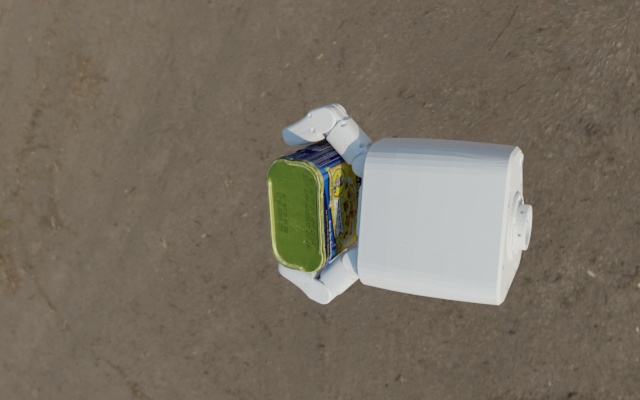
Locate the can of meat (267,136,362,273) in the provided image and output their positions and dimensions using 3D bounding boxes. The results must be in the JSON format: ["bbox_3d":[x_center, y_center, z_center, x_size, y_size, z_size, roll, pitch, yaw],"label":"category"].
[{"bbox_3d":[0.000,0.001,0.412,0.057,0.102,0.084,9,23,29],"label":"can of meat"}]
